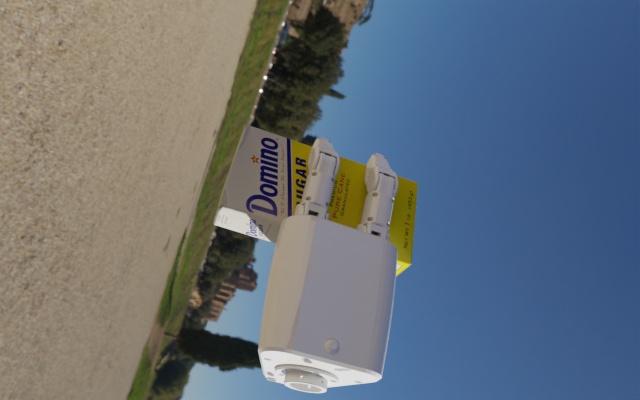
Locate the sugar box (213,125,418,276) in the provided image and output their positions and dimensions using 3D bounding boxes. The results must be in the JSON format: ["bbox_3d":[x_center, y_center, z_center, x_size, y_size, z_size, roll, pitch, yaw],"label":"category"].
[{"bbox_3d":[0.000,0.001,0.443,0.176,0.093,0.048,18,-33,-12],"label":"sugar box"}]
